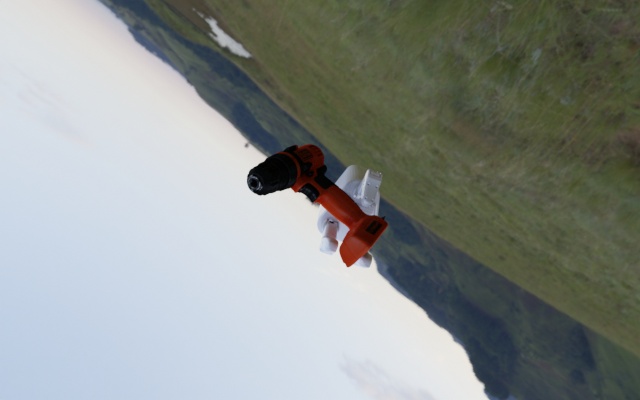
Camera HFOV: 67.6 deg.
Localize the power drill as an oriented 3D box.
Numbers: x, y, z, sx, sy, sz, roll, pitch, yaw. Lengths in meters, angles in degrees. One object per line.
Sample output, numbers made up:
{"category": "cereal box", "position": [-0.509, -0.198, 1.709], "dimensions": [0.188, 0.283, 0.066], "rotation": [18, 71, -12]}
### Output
{"category": "power drill", "position": [0.000, 0.002, 0.672], "dimensions": [0.057, 0.187, 0.184], "rotation": [-46, -5, 30]}
